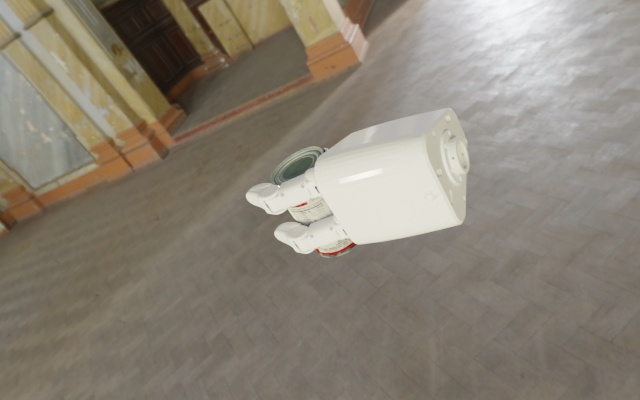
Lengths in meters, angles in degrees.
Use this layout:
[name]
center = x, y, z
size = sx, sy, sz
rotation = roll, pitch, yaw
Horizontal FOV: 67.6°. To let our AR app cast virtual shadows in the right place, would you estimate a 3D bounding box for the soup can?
[soup can]
center = 0.000, 0.001, 0.509
size = 0.068, 0.102, 0.068
rotation = -25, 29, 15
